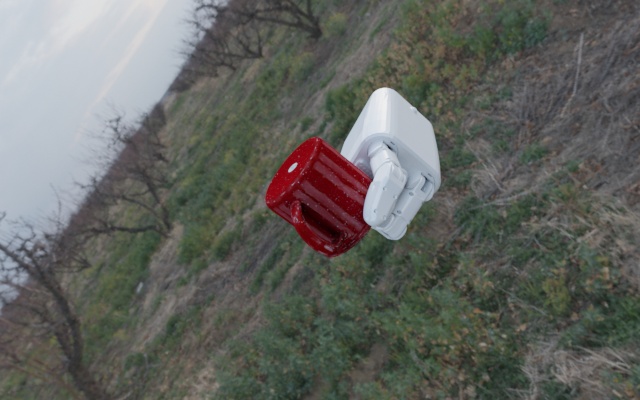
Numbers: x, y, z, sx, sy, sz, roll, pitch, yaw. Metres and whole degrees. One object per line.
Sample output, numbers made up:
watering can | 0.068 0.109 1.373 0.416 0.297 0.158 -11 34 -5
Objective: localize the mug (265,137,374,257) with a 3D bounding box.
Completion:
mug | 0.000 0.002 0.446 0.081 0.117 0.093 37 -54 -20
